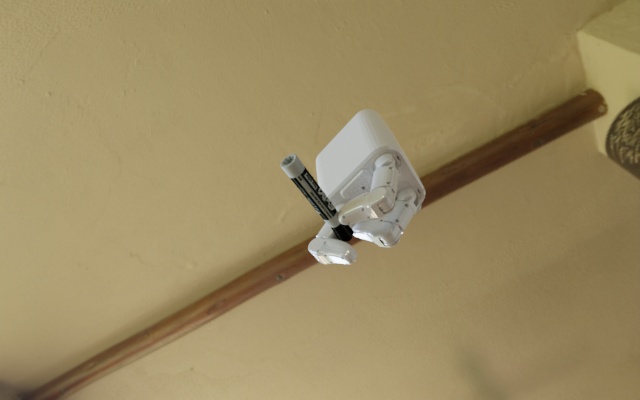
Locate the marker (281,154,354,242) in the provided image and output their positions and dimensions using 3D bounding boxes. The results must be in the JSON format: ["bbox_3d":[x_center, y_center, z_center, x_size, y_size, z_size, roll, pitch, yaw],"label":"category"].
[{"bbox_3d":[0.000,0.002,0.487,0.020,0.020,0.121,0,-41,43],"label":"marker"}]
